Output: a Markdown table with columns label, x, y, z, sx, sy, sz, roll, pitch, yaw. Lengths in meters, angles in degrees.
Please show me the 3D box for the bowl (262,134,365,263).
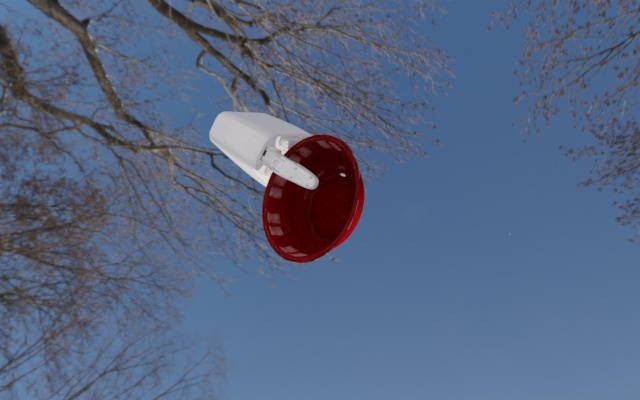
| label | x | y | z | sx | sy | sz | roll | pitch | yaw |
| --- | --- | --- | --- | --- | --- | --- | --- | --- | --- |
| bowl | 0.001 | 0.003 | 0.600 | 0.162 | 0.162 | 0.055 | 0 | -14 | 43 |
